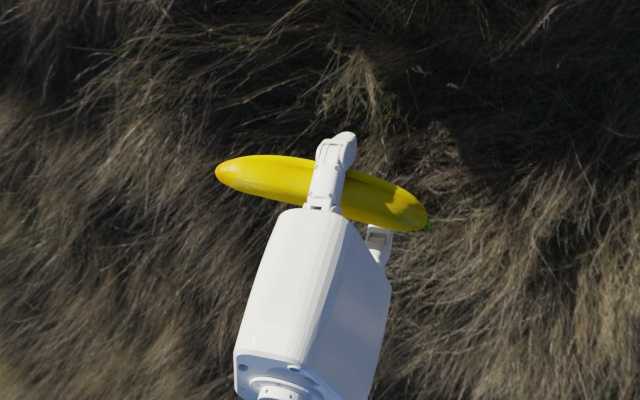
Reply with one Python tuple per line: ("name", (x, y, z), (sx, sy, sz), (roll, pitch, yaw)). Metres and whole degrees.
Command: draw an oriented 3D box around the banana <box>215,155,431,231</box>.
("banana", (0.006, -0.005, 0.396), (0.198, 0.037, 0.070), (16, -23, -3))
